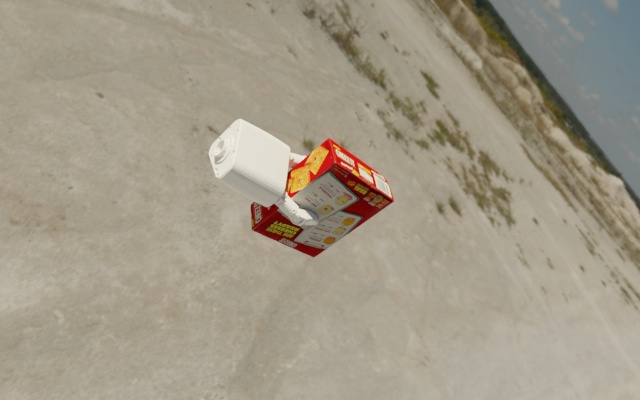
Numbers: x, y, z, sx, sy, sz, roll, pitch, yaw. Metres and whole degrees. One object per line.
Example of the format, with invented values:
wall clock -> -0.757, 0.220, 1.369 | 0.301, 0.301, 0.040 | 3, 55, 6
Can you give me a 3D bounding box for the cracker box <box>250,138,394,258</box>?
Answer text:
cracker box -> 0.000, 0.003, 0.883 | 0.214, 0.072, 0.164 | -37, -47, 28
